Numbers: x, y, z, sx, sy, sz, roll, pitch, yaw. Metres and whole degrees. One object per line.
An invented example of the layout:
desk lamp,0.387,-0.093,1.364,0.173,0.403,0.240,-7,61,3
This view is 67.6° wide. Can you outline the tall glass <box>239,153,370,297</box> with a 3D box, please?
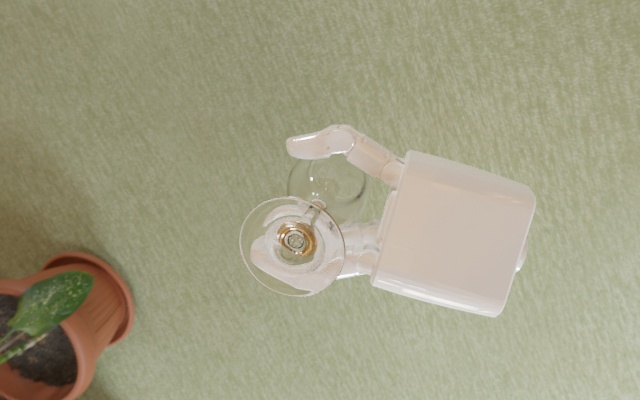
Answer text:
tall glass,0.000,0.001,0.414,0.079,0.079,0.201,0,19,12
